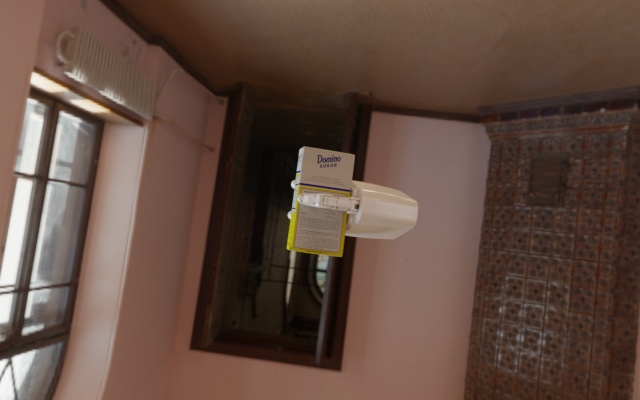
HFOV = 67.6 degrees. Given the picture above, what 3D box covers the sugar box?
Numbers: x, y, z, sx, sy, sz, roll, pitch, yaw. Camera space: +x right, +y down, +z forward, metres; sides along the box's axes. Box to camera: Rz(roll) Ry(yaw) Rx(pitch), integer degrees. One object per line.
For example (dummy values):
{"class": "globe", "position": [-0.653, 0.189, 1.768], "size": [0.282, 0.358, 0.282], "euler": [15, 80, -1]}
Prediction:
{"class": "sugar box", "position": [0.000, 0.003, 0.816], "size": [0.093, 0.176, 0.048], "euler": [9, -4, -14]}
